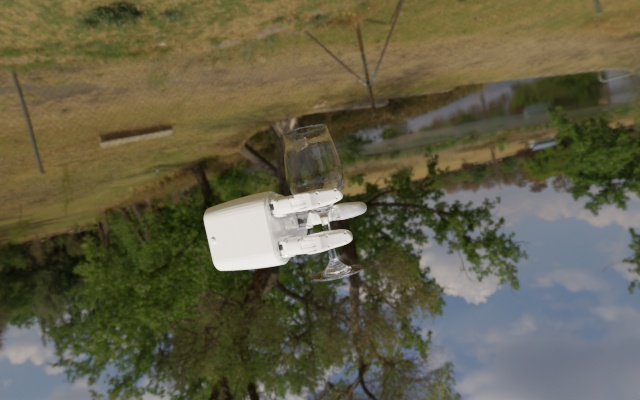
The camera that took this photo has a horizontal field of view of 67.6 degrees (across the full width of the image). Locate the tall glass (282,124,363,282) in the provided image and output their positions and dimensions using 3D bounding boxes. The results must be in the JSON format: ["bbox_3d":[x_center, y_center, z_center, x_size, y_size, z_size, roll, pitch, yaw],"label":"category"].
[{"bbox_3d":[0.000,0.003,0.646,0.079,0.201,0.079,-12,2,0],"label":"tall glass"}]
